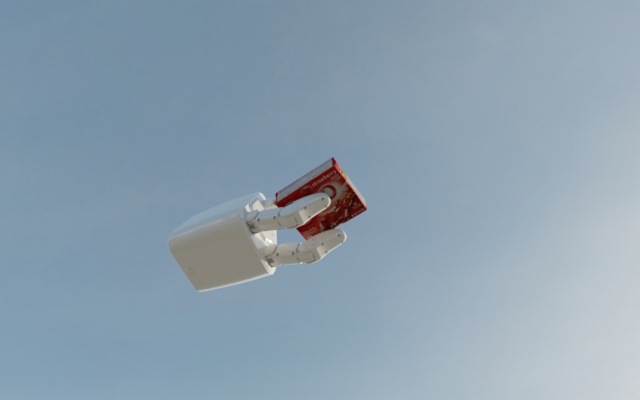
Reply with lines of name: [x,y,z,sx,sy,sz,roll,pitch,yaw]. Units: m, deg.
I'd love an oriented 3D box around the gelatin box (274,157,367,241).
gelatin box: [0.000,0.002,0.581,0.089,0.073,0.030,-32,25,14]
